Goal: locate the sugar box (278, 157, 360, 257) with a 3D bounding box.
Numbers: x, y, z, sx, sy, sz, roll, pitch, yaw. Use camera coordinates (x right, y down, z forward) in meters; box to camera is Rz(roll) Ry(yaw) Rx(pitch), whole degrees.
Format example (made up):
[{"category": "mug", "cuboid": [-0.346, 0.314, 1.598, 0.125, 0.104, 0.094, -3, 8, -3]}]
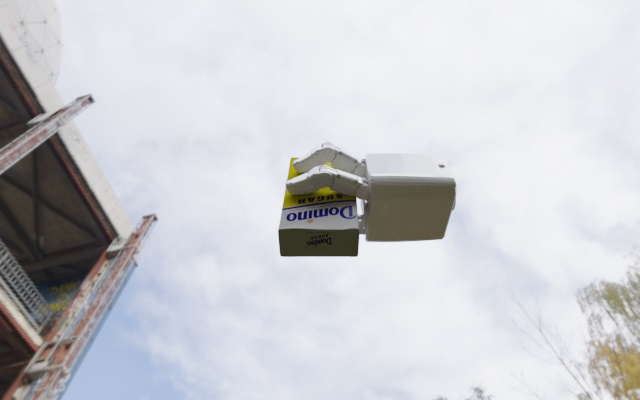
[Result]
[{"category": "sugar box", "cuboid": [0.000, 0.001, 0.609, 0.093, 0.048, 0.176, 0, 30, 1]}]
